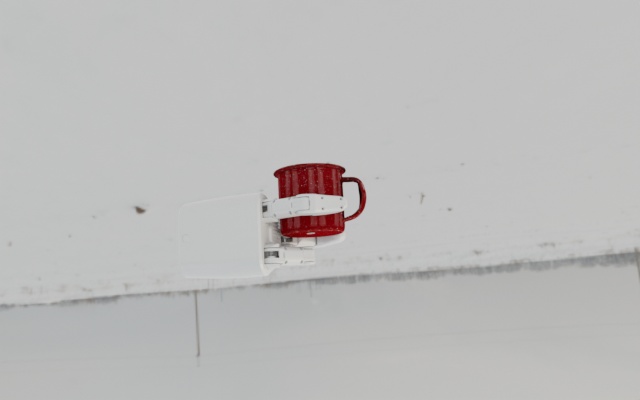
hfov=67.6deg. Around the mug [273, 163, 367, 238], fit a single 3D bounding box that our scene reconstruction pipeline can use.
[{"bbox_3d":[0.002,0.002,0.601,0.117,0.081,0.093,-6,-10,12],"label":"mug"}]
